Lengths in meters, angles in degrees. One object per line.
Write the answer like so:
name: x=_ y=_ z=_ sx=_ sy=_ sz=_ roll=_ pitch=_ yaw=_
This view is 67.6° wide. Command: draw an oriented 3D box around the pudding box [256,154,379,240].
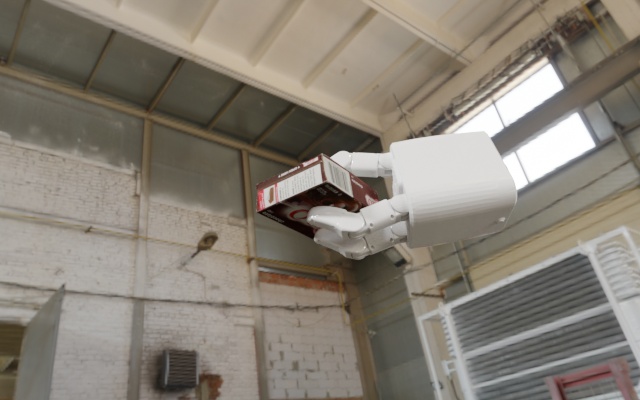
pudding box: x=0.000 y=0.002 z=0.514 sx=0.090 sy=0.039 sz=0.113 roll=-24 pitch=-35 yaw=27
